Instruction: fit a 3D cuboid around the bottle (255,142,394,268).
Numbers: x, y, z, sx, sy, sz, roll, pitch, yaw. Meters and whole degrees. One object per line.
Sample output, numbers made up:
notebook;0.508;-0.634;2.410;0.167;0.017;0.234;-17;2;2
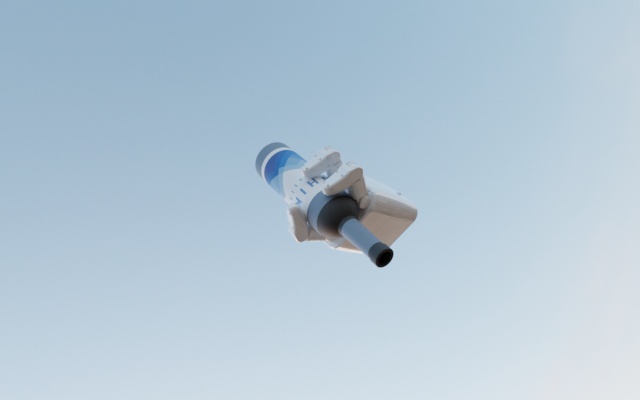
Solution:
bottle;0.000;0.002;0.671;0.069;0.069;0.295;0;27;-36
